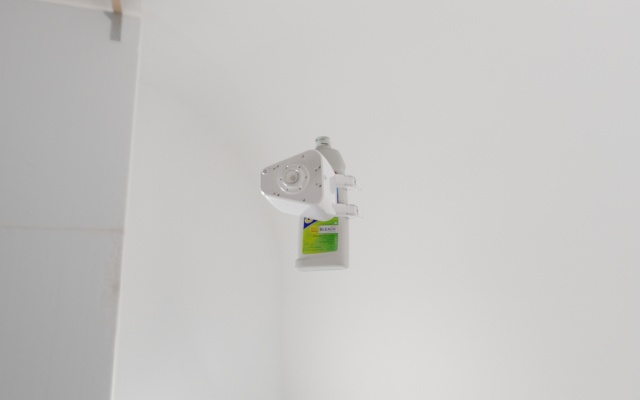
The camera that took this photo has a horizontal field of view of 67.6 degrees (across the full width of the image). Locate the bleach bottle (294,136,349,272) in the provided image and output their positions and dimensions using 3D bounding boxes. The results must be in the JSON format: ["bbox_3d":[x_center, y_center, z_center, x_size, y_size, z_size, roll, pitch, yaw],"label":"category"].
[{"bbox_3d":[0.000,0.003,0.892,0.102,0.250,0.068,-4,-14,9],"label":"bleach bottle"}]
